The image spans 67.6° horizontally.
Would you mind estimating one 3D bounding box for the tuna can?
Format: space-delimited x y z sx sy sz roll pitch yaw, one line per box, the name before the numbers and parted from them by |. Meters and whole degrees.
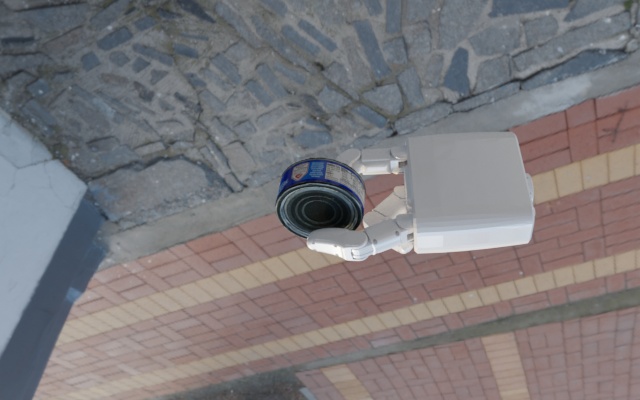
tuna can | 0.000 0.002 0.459 0.086 0.033 0.086 4 -43 4
